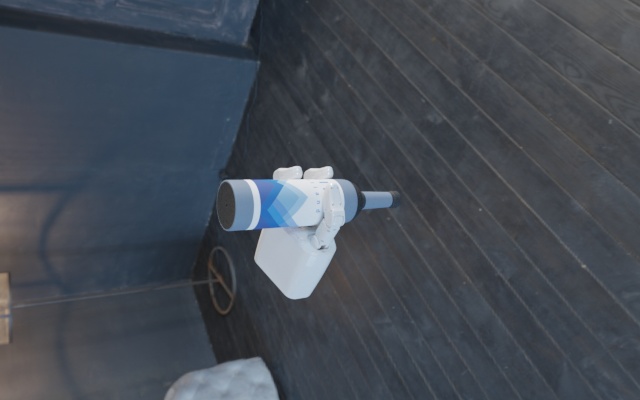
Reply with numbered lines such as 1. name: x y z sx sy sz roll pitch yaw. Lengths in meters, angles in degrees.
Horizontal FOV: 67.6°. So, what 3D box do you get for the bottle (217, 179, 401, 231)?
1. bottle: 0.000 0.002 0.699 0.296 0.069 0.069 -2 1 -34
